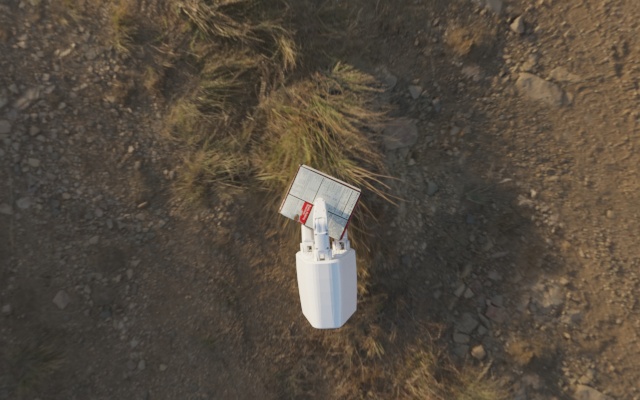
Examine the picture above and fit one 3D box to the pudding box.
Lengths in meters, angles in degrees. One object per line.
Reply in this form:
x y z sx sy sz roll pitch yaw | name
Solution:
0.000 0.003 0.777 0.113 0.090 0.039 24 6 0 | pudding box
